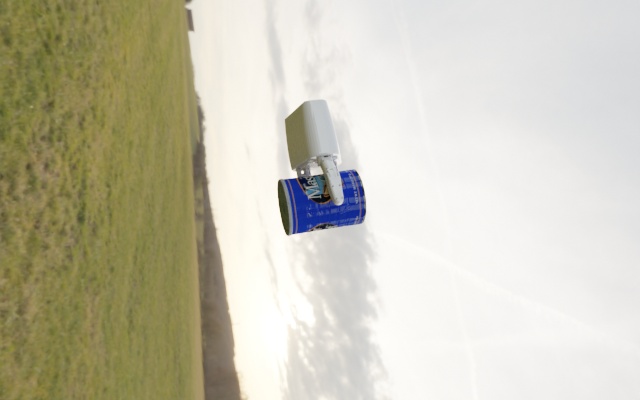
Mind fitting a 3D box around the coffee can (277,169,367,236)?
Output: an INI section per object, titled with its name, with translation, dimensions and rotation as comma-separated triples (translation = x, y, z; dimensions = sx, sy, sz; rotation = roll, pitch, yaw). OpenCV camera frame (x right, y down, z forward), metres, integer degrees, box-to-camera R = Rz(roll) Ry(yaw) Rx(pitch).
[coffee can]
translation = 0.000, 0.003, 0.864
dimensions = 0.140, 0.103, 0.103
rotation = -9, 2, -13
